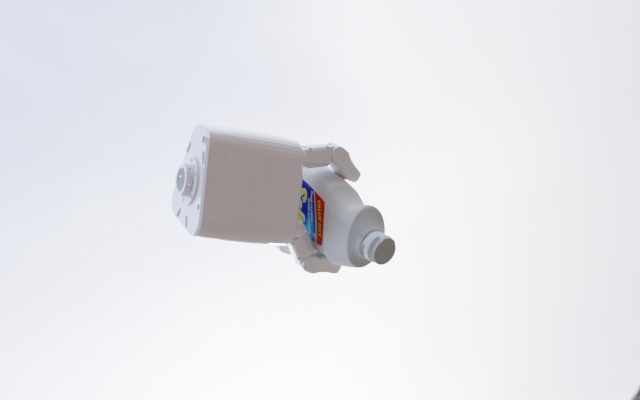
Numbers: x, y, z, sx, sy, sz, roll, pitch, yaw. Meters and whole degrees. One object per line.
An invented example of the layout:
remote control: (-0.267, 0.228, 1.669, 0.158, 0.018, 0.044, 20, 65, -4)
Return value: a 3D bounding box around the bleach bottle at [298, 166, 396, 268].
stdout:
bleach bottle: (0.000, 0.002, 0.564, 0.068, 0.102, 0.250, 4, 17, -35)
